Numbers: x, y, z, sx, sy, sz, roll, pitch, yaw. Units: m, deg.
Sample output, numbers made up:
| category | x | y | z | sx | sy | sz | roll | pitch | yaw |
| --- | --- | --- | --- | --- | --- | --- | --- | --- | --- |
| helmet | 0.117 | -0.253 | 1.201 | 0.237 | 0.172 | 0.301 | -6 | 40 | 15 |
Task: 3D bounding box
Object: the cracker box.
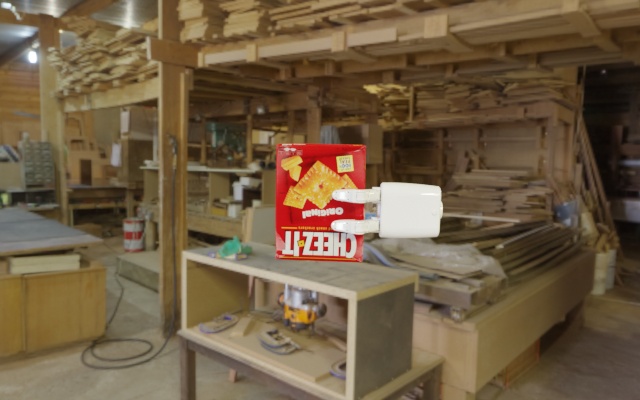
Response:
| category | x | y | z | sx | sy | sz | roll | pitch | yaw |
| --- | --- | --- | --- | --- | --- | --- | --- | --- | --- |
| cracker box | 0.000 | 0.003 | 0.885 | 0.164 | 0.214 | 0.072 | 2 | 6 | 4 |
